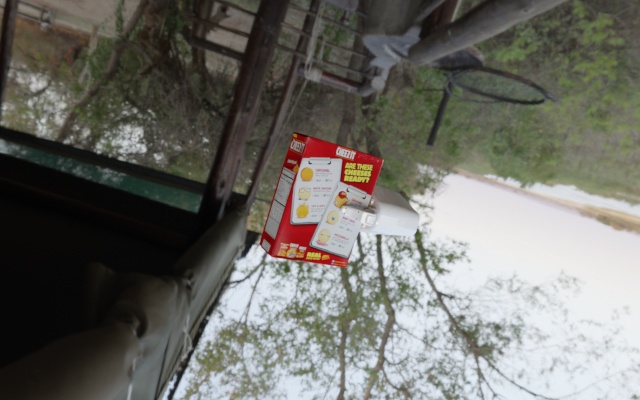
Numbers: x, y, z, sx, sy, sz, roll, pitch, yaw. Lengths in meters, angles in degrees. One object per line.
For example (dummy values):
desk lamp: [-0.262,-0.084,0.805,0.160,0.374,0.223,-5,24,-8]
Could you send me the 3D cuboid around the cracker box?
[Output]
cracker box: [0.000,0.003,0.853,0.164,0.214,0.072,12,10,-33]
